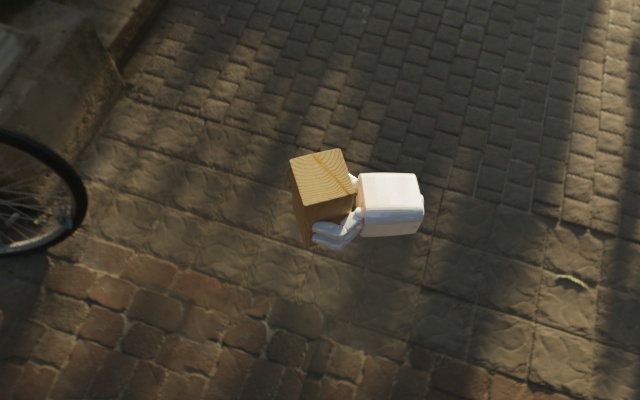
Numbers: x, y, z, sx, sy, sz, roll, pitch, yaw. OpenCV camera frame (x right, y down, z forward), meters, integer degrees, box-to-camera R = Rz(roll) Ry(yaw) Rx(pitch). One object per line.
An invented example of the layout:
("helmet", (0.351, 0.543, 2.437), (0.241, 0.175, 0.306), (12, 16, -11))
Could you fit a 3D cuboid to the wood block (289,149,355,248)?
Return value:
("wood block", (0.000, 0.002, 0.871), (0.090, 0.090, 0.206), (-14, -24, -8))
